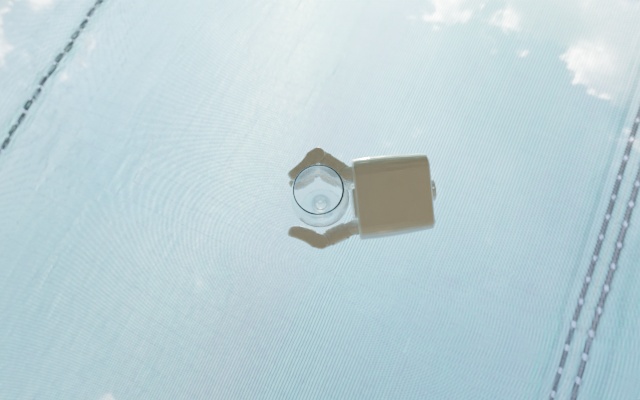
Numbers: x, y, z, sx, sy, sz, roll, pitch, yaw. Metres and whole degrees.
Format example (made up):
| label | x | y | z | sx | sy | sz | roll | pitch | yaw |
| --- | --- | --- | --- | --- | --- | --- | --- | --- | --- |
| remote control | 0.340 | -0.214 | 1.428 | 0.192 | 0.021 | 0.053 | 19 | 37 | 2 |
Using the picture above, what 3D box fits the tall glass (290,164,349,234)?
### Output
| label | x | y | z | sx | sy | sz | roll | pitch | yaw |
| --- | --- | --- | --- | --- | --- | --- | --- | --- | --- |
| tall glass | 0.000 | 0.002 | 0.666 | 0.079 | 0.079 | 0.201 | 0 | -9 | 2 |
